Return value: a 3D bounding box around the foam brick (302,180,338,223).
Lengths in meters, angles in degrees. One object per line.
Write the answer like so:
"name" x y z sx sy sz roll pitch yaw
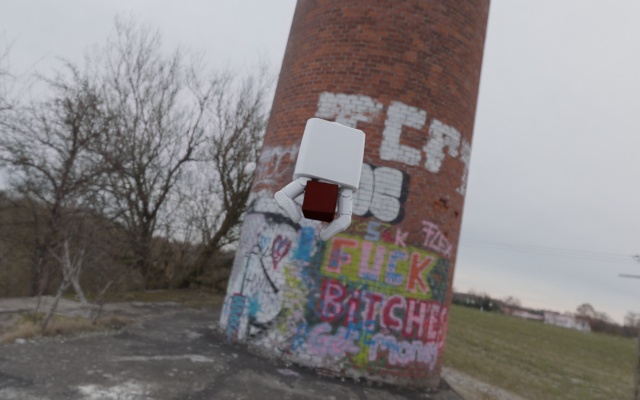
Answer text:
"foam brick" 0.000 0.003 0.794 0.053 0.051 0.078 10 -12 3
